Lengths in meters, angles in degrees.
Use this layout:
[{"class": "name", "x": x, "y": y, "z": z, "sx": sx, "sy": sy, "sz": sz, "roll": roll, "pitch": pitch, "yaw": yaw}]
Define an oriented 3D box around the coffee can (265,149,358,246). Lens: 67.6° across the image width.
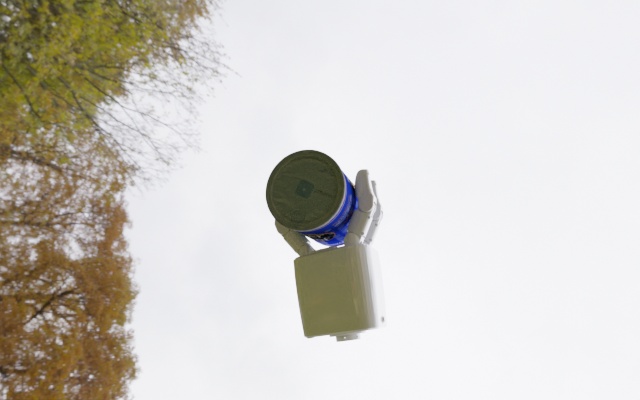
[{"class": "coffee can", "x": 0.000, "y": 0.002, "z": 0.644, "sx": 0.103, "sy": 0.102, "sz": 0.140, "roll": 0, "pitch": -13, "yaw": 17}]
